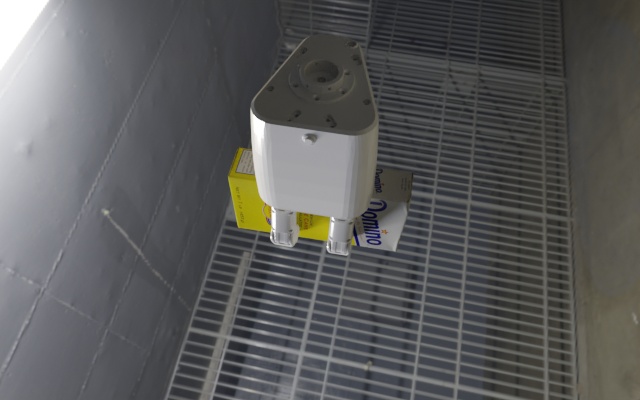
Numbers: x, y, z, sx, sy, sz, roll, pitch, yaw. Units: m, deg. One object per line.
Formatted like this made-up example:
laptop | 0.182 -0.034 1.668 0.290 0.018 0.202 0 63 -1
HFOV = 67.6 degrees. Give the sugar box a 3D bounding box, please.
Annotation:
sugar box | 0.000 0.002 0.493 0.176 0.048 0.093 10 -36 6
